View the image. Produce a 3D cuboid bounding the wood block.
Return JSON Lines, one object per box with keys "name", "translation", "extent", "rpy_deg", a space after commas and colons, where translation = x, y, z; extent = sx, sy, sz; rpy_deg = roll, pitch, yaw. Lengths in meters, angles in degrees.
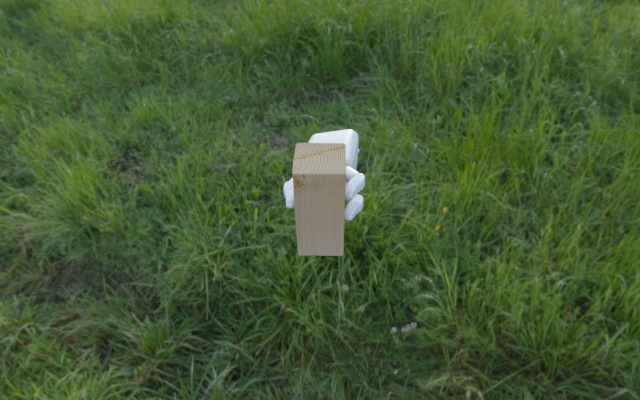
{"name": "wood block", "translation": [0.000, 0.003, 0.886], "extent": [0.091, 0.206, 0.090], "rpy_deg": [1, 43, 2]}
